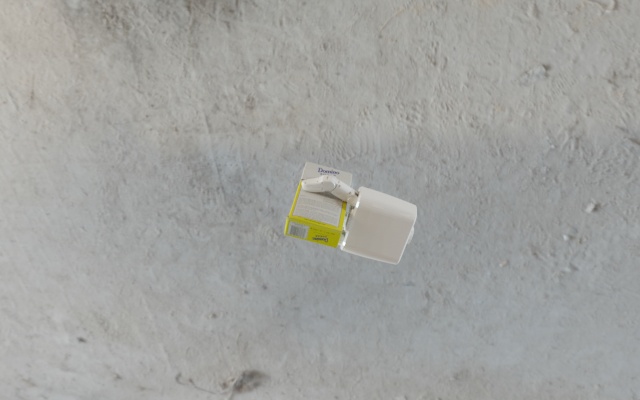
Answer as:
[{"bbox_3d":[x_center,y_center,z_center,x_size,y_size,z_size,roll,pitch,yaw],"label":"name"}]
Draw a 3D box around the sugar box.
[{"bbox_3d":[0.000,0.003,0.847,0.093,0.048,0.176,15,35,0],"label":"sugar box"}]
